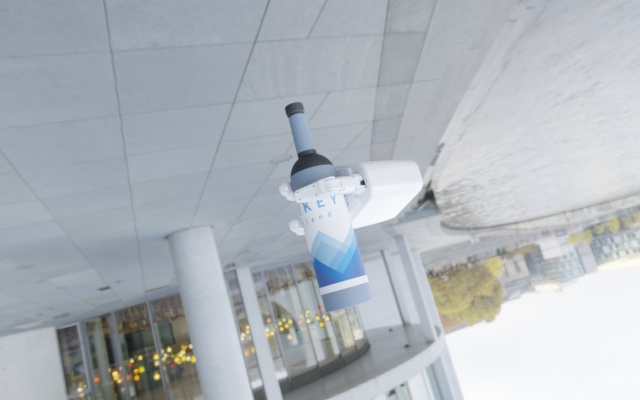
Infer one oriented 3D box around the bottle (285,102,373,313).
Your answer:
[{"bbox_3d":[0.000,0.002,0.666,0.069,0.295,0.069,-15,-10,-3],"label":"bottle"}]
